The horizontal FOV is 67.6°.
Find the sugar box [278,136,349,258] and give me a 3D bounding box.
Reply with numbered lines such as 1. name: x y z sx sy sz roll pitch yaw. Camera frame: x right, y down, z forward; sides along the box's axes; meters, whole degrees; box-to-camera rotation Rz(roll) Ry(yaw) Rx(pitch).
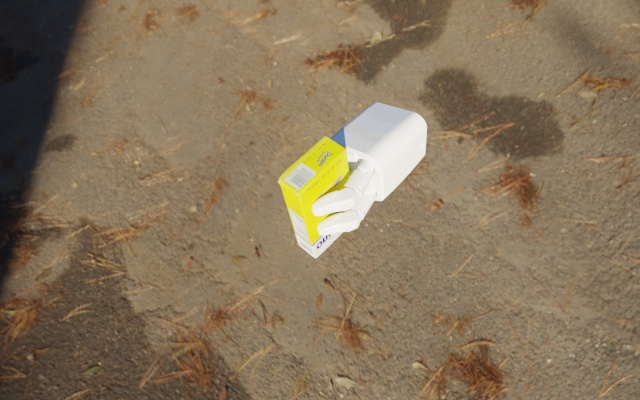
1. sugar box: 0.001 0.002 0.676 0.048 0.093 0.176 36 -22 29
